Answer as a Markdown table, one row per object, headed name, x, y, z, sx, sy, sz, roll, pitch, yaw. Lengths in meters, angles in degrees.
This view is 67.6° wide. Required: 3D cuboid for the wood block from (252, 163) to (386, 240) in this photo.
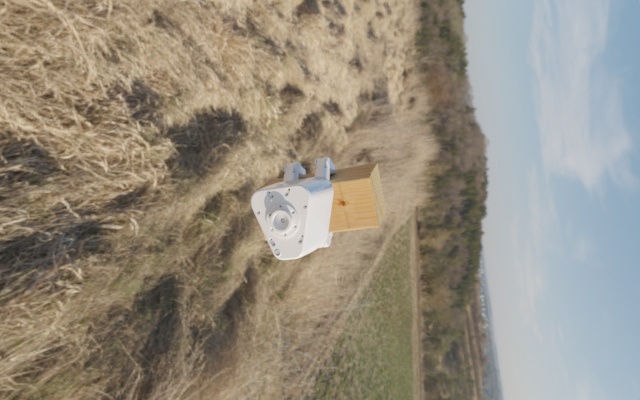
| name | x | y | z | sx | sy | sz | roll | pitch | yaw |
| --- | --- | --- | --- | --- | --- | --- | --- | --- | --- |
| wood block | 0.000 | 0.003 | 0.832 | 0.206 | 0.091 | 0.090 | -8 | 16 | 18 |
